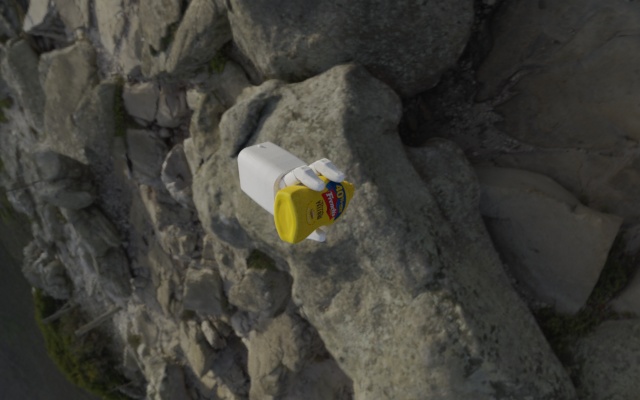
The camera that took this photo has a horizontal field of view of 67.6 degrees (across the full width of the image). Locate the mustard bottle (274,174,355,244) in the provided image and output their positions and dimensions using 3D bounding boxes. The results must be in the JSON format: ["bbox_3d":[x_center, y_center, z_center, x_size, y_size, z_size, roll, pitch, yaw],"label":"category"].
[{"bbox_3d":[0.000,0.003,0.871,0.058,0.096,0.191,11,24,38],"label":"mustard bottle"}]
